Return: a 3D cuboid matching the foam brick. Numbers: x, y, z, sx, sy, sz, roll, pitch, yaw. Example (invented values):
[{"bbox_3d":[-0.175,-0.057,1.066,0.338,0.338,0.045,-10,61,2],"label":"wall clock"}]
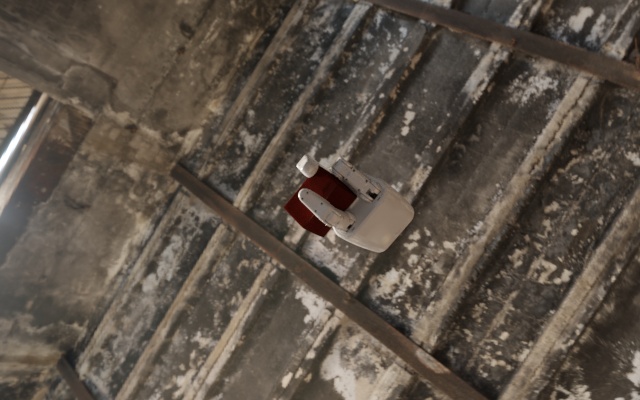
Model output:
[{"bbox_3d":[0.000,0.002,0.656,0.051,0.078,0.053,30,13,-51],"label":"foam brick"}]
